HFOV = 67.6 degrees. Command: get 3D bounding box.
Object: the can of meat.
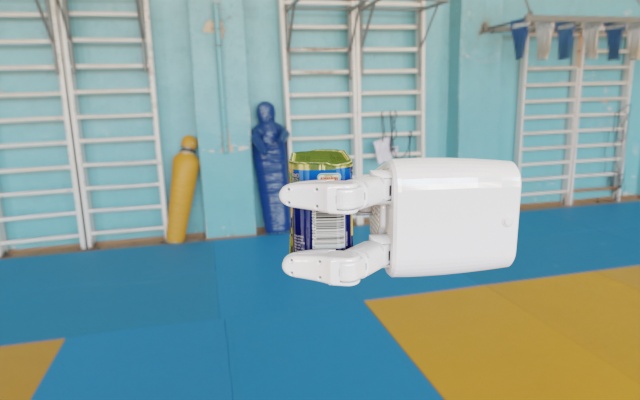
[{"bbox_3d":[0.000,0.001,0.421,0.057,0.084,0.102,-1,12,-2],"label":"can of meat"}]
